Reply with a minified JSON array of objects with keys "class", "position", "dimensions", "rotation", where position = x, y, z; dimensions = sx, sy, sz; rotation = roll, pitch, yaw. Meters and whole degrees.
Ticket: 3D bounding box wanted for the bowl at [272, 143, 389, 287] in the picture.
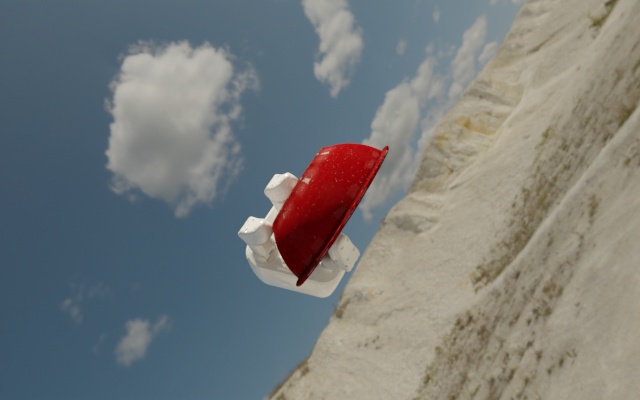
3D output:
[{"class":"bowl","position":[0.000,0.001,0.464],"dimensions":[0.055,0.162,0.162],"rotation":[33,-1,-1]}]
